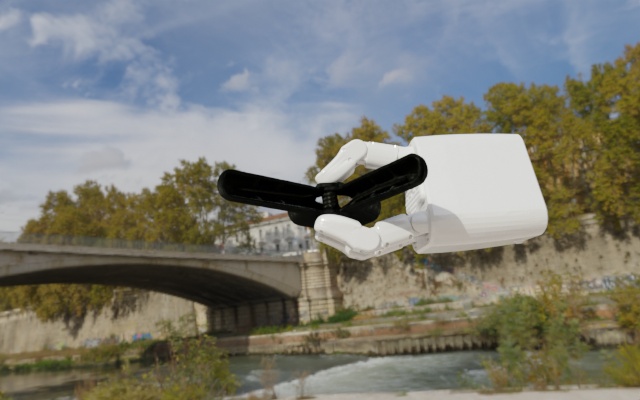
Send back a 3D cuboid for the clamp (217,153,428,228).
[{"bbox_3d":[0.000,0.001,0.456,0.164,0.036,0.210,-2,-13,-1],"label":"clamp"}]
